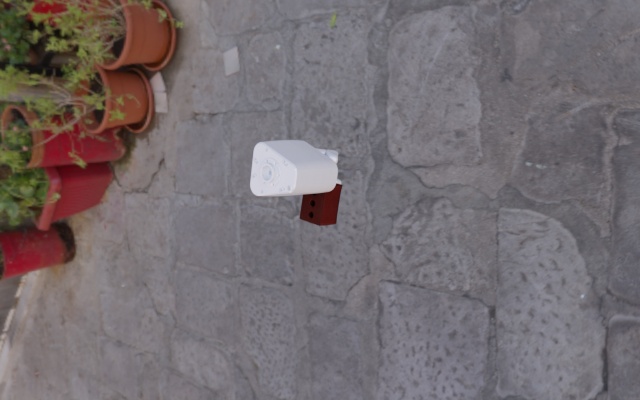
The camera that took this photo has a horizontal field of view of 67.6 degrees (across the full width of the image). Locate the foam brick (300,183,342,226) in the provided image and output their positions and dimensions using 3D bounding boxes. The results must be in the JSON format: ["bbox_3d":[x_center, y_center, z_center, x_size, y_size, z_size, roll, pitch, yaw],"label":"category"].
[{"bbox_3d":[0.000,0.003,0.888,0.053,0.078,0.051,17,15,36],"label":"foam brick"}]
